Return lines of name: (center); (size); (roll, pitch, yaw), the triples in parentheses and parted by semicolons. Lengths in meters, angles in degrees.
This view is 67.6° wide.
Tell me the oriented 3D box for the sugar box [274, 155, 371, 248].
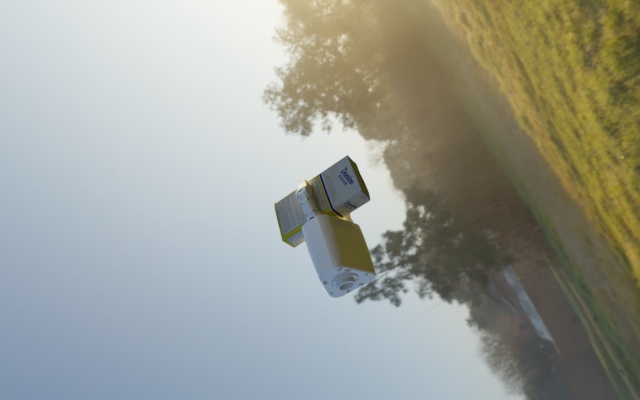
sugar box: (0.000, 0.003, 0.878); (0.176, 0.093, 0.048); (-31, -39, 16)
